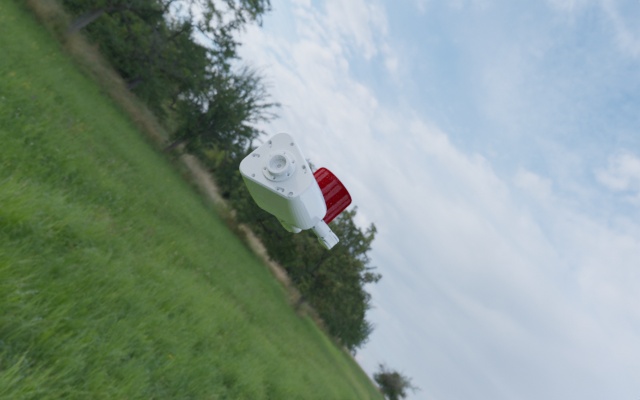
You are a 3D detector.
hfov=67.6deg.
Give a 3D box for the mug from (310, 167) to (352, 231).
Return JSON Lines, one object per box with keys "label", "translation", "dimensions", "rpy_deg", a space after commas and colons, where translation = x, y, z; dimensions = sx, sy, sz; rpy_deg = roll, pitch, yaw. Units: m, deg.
{"label": "mug", "translation": [0.001, 0.003, 0.815], "dimensions": [0.081, 0.093, 0.117], "rpy_deg": [-40, -23, -9]}
